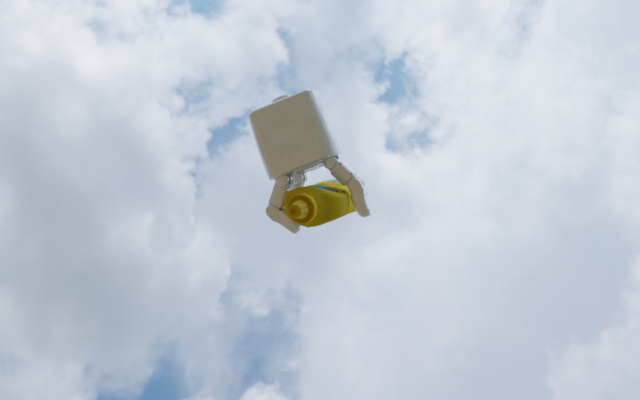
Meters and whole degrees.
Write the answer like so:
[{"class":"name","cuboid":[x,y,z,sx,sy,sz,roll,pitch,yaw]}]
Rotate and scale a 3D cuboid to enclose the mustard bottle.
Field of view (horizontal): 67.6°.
[{"class":"mustard bottle","cuboid":[0.000,0.003,0.716,0.096,0.058,0.191,6,8,20]}]
